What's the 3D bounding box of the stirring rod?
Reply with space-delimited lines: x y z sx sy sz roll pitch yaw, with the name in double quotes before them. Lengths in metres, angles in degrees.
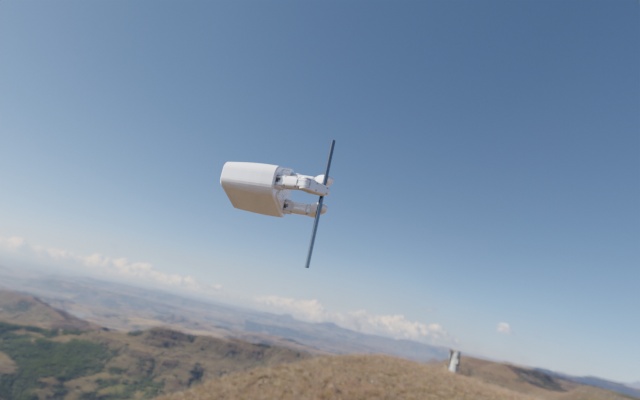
"stirring rod" 0.000 0.003 0.861 0.011 0.239 0.011 11 -13 3
